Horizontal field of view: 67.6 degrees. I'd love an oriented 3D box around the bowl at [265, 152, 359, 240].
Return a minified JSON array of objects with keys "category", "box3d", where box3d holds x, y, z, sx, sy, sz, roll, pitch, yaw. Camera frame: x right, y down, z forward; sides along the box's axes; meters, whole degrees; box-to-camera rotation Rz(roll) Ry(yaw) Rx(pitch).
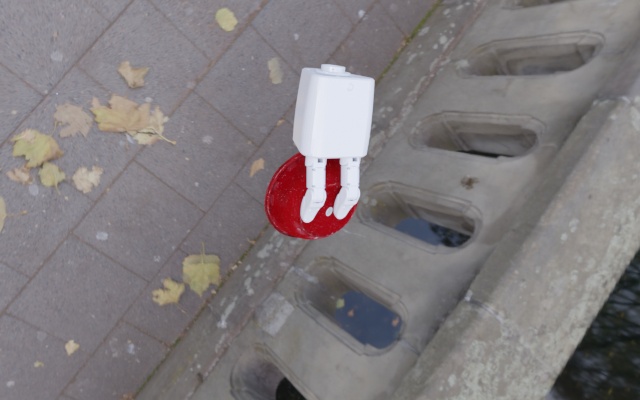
[{"category":"bowl","box3d":[0.000,0.004,0.723,0.162,0.162,0.055,0,30,-30]}]
